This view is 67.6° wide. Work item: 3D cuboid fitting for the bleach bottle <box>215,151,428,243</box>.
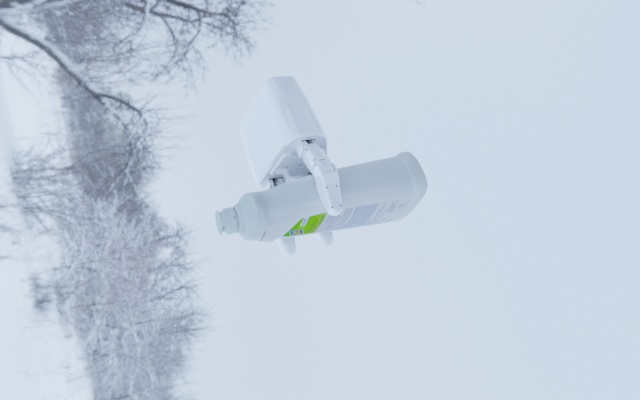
[{"bbox_3d":[0.000,0.002,0.582,0.251,0.068,0.103,-9,-29,-24],"label":"bleach bottle"}]
